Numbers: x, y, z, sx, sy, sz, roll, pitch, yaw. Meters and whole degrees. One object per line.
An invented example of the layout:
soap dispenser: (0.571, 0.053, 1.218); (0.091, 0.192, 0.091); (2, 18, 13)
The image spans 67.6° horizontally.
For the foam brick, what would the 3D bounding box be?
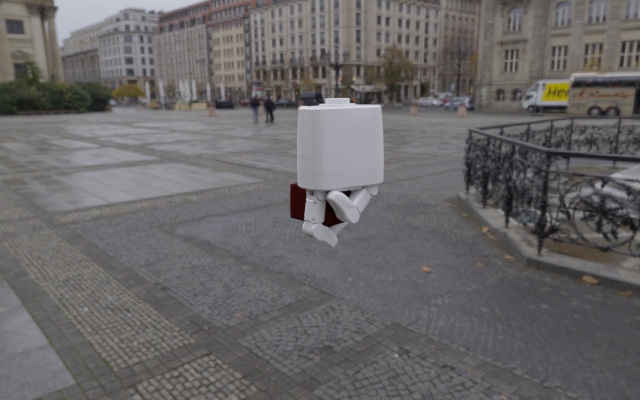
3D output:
foam brick: (0.000, 0.002, 0.681); (0.053, 0.051, 0.078); (-14, 18, -41)
